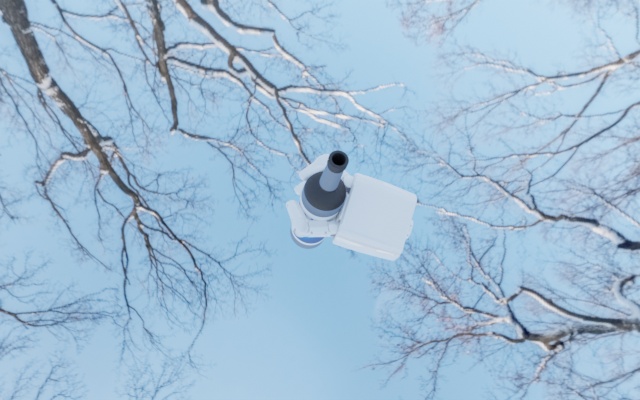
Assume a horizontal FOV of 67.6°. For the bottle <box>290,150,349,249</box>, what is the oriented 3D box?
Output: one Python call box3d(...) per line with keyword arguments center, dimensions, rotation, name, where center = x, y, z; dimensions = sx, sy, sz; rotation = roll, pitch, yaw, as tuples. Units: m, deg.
box3d(center=(0.000, 0.003, 0.761), dimensions=(0.069, 0.069, 0.296), rotation=(0, -23, -10), name="bottle")
